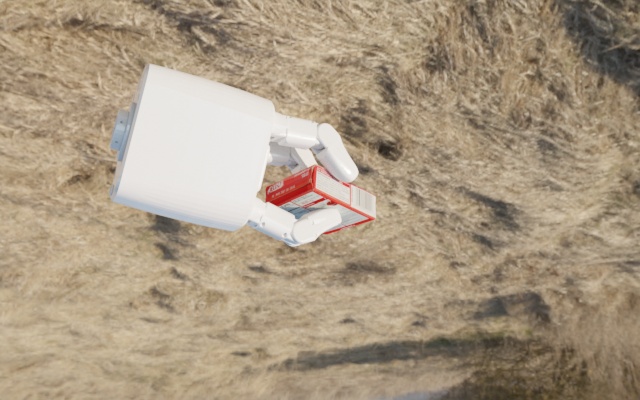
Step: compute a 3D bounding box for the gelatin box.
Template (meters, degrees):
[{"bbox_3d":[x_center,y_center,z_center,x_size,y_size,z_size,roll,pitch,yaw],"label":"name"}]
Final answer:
[{"bbox_3d":[0.000,0.002,0.478,0.089,0.030,0.073,25,-32,-37],"label":"gelatin box"}]
